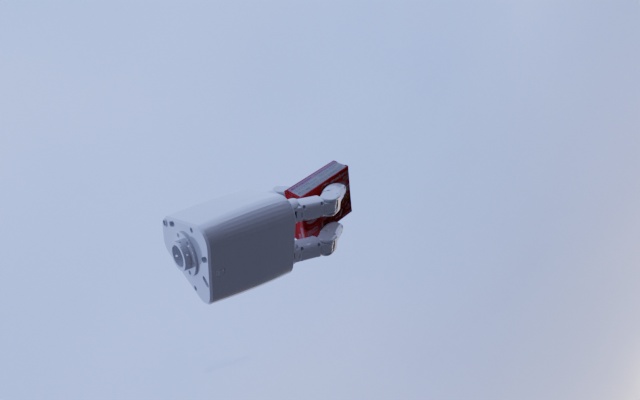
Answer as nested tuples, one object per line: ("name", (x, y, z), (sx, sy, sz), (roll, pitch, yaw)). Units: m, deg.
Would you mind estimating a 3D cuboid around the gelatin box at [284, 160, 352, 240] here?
("gelatin box", (0.000, 0.002, 0.604), (0.030, 0.073, 0.089), (26, 47, 38))
